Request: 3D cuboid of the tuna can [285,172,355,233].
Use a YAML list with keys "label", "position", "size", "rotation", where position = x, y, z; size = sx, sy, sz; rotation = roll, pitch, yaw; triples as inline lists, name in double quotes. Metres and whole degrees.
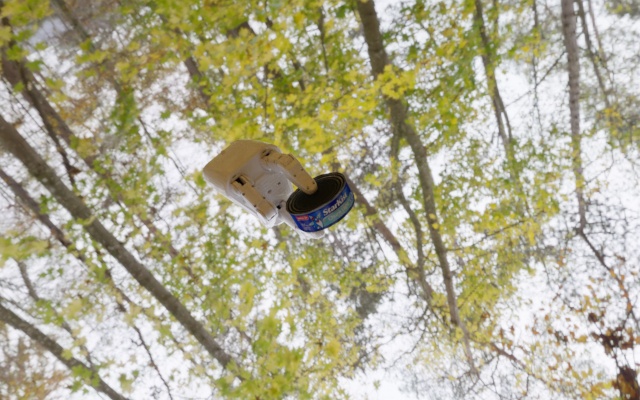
- label: "tuna can"
  position: [0.000, 0.002, 0.613]
  size: [0.086, 0.034, 0.086]
  rotation: [-24, 27, 13]
